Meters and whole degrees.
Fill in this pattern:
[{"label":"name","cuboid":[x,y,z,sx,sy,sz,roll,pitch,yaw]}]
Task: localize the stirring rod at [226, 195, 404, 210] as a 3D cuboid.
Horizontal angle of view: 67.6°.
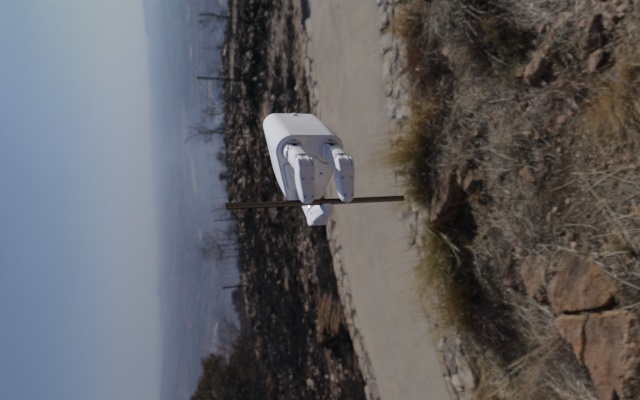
[{"label":"stirring rod","cuboid":[0.000,0.002,0.615,0.239,0.011,0.011,-3,1,-20]}]
